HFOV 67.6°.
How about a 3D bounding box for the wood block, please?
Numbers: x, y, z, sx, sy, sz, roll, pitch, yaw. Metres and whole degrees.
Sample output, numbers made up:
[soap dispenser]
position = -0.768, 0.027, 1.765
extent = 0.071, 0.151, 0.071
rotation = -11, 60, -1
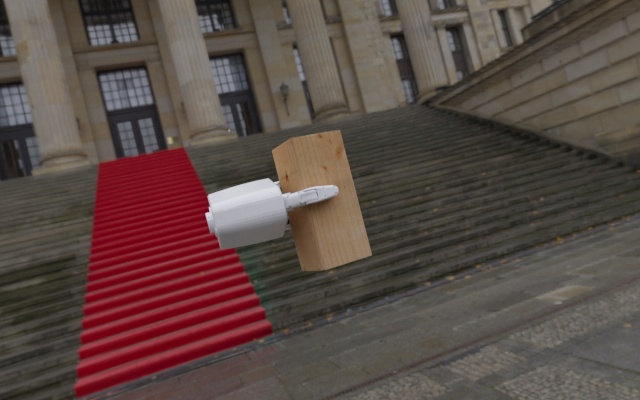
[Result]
[wood block]
position = 0.000, 0.002, 0.771
extent = 0.090, 0.206, 0.091
rotation = -14, -2, -27
